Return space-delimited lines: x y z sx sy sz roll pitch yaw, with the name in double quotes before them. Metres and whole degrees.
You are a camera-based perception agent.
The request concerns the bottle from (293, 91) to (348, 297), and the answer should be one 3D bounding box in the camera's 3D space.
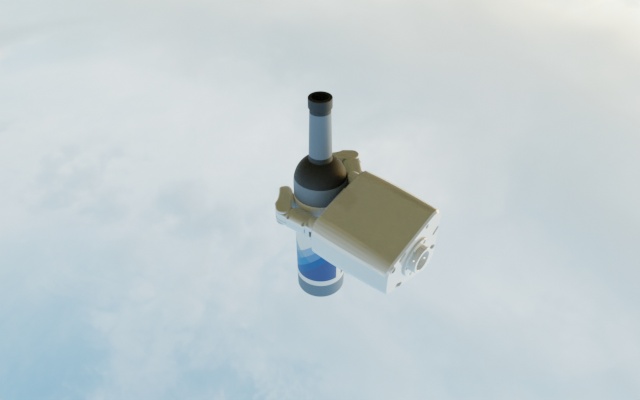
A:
"bottle" 0.000 0.002 0.606 0.069 0.296 0.069 0 40 0
